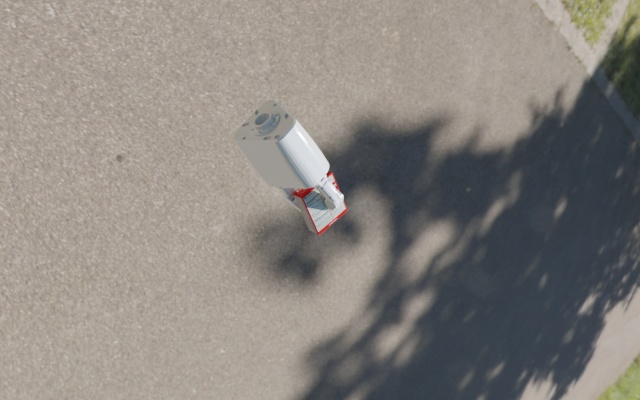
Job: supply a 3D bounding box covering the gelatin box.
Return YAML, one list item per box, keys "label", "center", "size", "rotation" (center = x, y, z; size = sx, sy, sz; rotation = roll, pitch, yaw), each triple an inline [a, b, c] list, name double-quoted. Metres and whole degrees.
- label: "gelatin box"
  center: [0.001, 0.003, 0.818]
  size: [0.073, 0.089, 0.030]
  rotation: [-40, 36, -23]
